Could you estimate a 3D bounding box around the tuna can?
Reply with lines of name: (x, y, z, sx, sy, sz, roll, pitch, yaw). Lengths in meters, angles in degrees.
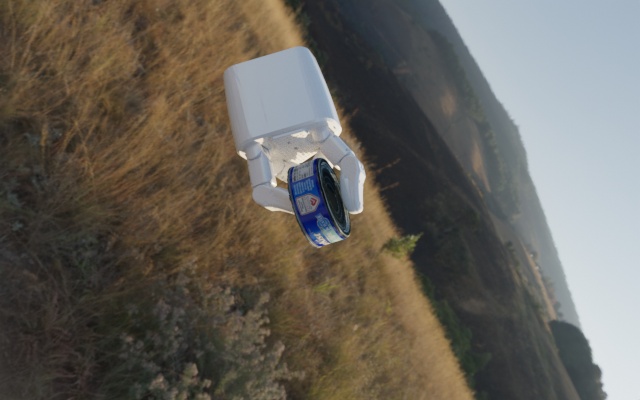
tuna can: (0.001, 0.001, 0.474, 0.034, 0.086, 0.086, -19, -5, 15)
